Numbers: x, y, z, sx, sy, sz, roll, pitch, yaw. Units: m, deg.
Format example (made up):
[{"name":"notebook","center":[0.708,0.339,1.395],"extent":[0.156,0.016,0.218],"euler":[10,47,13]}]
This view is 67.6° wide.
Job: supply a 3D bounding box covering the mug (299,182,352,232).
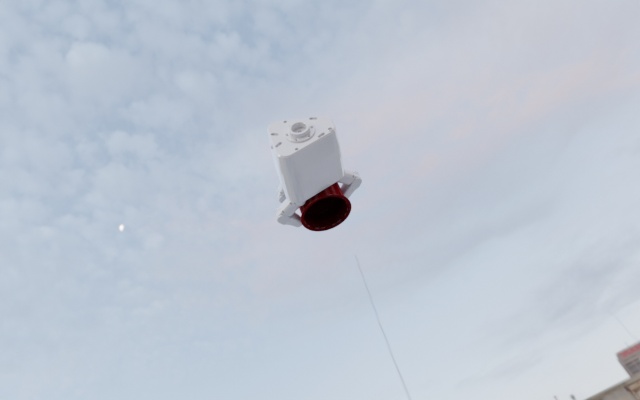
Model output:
[{"name":"mug","center":[0.000,0.004,0.865],"extent":[0.093,0.081,0.117],"euler":[-18,-40,-6]}]
